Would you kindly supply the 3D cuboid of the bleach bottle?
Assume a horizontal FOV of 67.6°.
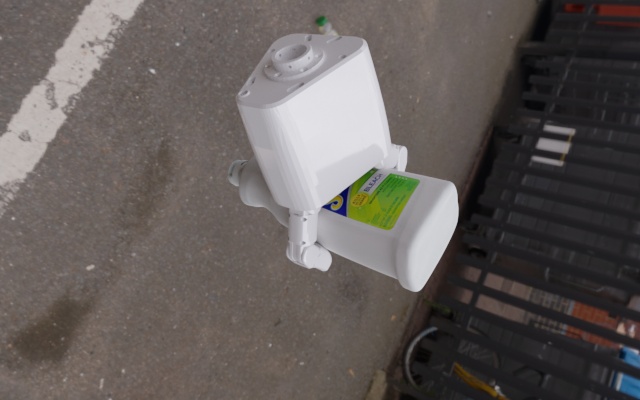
[{"bbox_3d":[0.000,0.002,0.477,0.251,0.068,0.102,16,52,33],"label":"bleach bottle"}]
